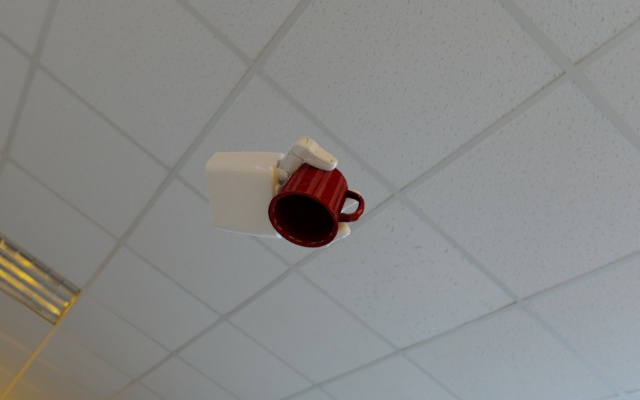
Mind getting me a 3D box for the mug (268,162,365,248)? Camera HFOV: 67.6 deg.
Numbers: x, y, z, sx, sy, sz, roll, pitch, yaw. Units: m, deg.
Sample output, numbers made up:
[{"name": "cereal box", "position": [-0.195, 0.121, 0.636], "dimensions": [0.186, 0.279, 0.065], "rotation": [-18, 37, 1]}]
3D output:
[{"name": "mug", "position": [0.002, 0.002, 0.623], "dimensions": [0.117, 0.093, 0.081], "rotation": [5, 39, 18]}]
